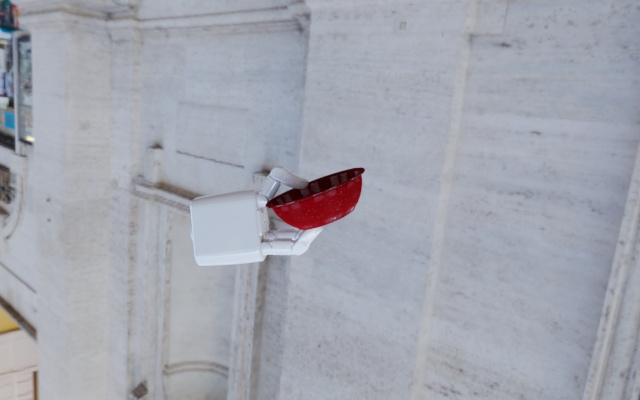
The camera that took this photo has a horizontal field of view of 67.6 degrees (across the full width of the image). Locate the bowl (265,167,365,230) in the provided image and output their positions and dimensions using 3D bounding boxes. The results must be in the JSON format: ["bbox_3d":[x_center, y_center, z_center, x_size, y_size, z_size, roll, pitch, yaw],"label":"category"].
[{"bbox_3d":[0.001,0.002,0.730,0.162,0.055,0.162,-20,9,3],"label":"bowl"}]
